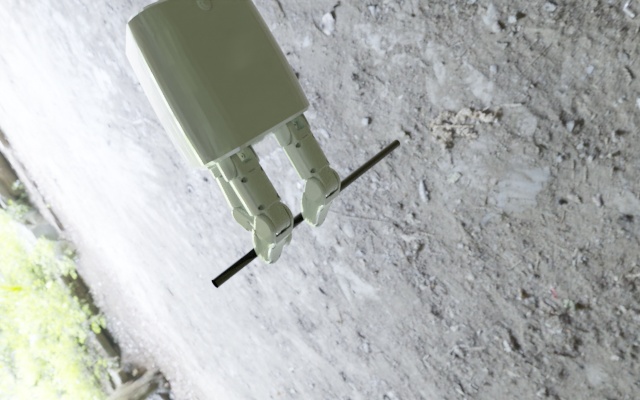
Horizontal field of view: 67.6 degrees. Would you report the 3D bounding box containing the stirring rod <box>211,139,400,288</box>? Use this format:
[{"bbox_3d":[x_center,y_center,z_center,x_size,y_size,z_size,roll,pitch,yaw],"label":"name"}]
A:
[{"bbox_3d":[0.000,0.001,0.422,0.011,0.011,0.239,0,30,49],"label":"stirring rod"}]
